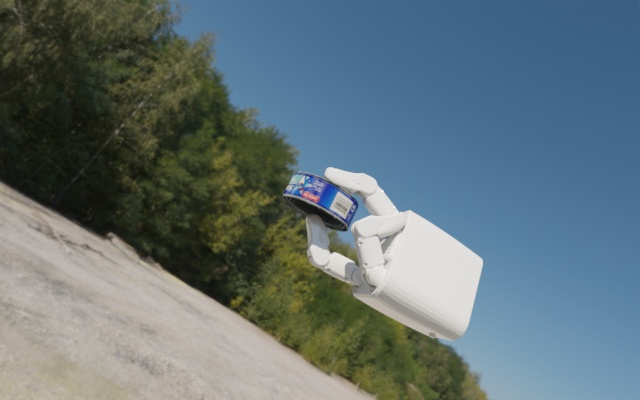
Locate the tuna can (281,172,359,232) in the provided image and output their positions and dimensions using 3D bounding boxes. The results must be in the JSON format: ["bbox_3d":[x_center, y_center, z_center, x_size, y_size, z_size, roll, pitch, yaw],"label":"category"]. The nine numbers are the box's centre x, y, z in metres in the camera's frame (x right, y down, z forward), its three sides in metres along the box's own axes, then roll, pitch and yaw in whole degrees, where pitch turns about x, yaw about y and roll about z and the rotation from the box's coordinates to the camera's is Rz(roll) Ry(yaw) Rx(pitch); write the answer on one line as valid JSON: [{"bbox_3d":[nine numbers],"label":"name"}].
[{"bbox_3d":[0.000,0.001,0.553,0.086,0.033,0.086,25,-13,6],"label":"tuna can"}]
